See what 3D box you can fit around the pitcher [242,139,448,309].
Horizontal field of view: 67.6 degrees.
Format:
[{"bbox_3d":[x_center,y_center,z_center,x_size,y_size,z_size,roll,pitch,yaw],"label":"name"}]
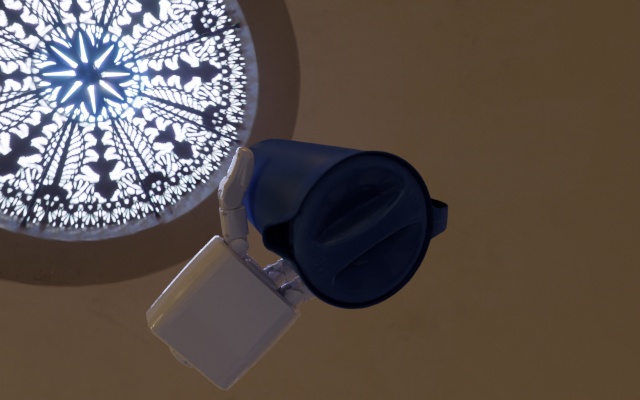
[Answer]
[{"bbox_3d":[0.000,0.002,0.492,0.149,0.145,0.242,44,-8,-27],"label":"pitcher"}]
